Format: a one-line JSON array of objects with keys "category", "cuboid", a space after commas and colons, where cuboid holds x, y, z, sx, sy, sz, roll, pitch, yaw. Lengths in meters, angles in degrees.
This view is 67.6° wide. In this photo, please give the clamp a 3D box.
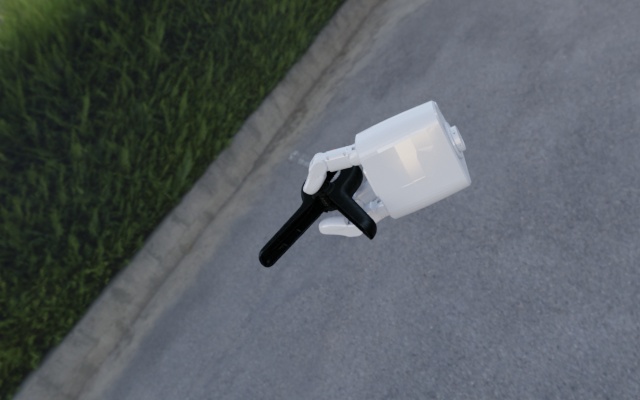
[{"category": "clamp", "cuboid": [0.000, 0.001, 0.648, 0.164, 0.036, 0.209, -21, 32, 21]}]
